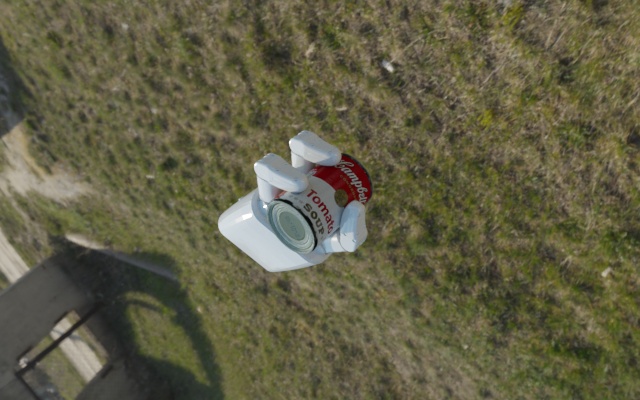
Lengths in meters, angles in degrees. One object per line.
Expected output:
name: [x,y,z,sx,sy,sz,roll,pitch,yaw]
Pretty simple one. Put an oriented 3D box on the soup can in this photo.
soup can: [0.000,0.002,0.510,0.068,0.068,0.102,0,31,46]
